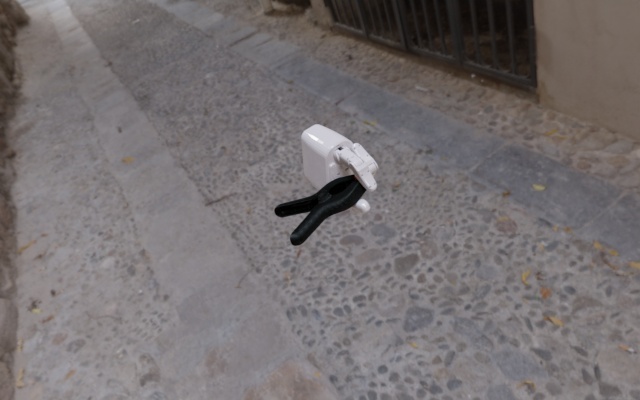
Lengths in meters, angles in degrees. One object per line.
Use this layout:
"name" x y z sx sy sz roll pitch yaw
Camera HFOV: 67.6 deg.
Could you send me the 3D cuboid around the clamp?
"clamp" 0.000 0.002 0.811 0.171 0.039 0.120 -33 38 -13
